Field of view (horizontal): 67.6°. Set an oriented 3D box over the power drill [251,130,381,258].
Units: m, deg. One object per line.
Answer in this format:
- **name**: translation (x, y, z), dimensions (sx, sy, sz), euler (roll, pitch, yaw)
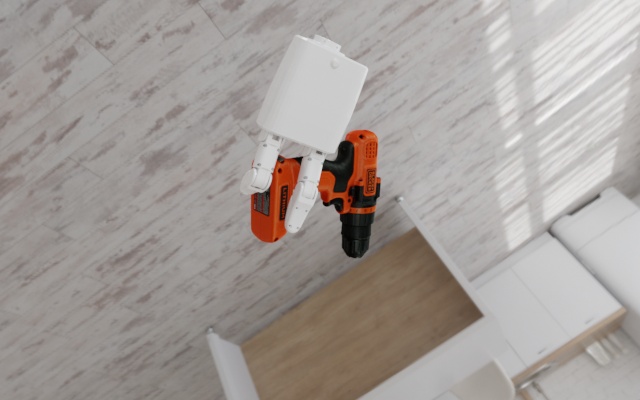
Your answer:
- **power drill**: translation (0.000, 0.002, 0.627), dimensions (0.187, 0.184, 0.057), euler (-10, 17, -40)
